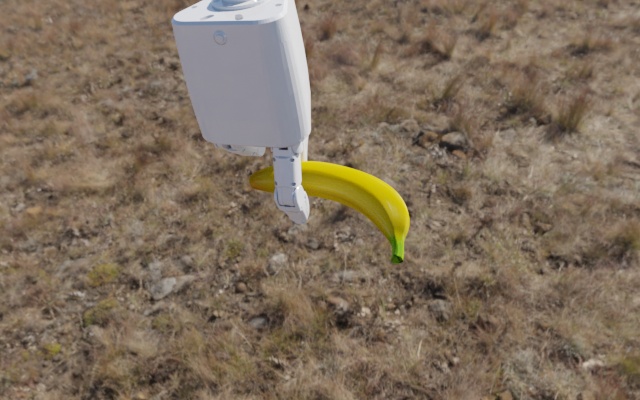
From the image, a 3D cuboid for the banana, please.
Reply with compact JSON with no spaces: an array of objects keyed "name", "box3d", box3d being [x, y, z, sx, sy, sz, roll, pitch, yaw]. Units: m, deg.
[{"name":"banana","box3d":[0.015,-0.007,0.482,0.197,0.037,0.069,25,50,33]}]
